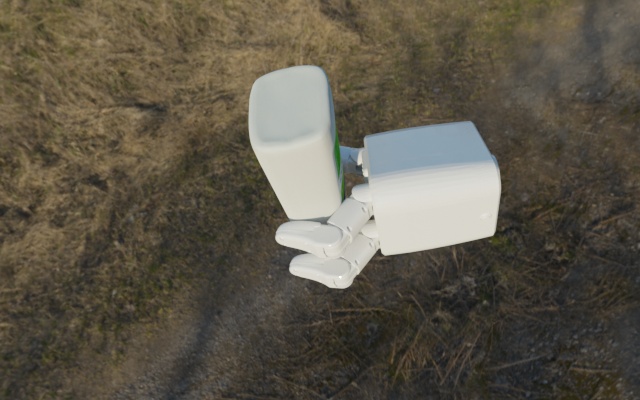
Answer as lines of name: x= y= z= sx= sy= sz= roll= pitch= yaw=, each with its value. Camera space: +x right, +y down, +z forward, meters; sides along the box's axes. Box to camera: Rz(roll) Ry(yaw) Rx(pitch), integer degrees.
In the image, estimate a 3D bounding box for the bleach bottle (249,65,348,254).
bleach bottle: x=0.000 y=0.002 z=0.467 sx=0.068 sy=0.102 sz=0.251 roll=-10 pitch=-39 yaw=7
